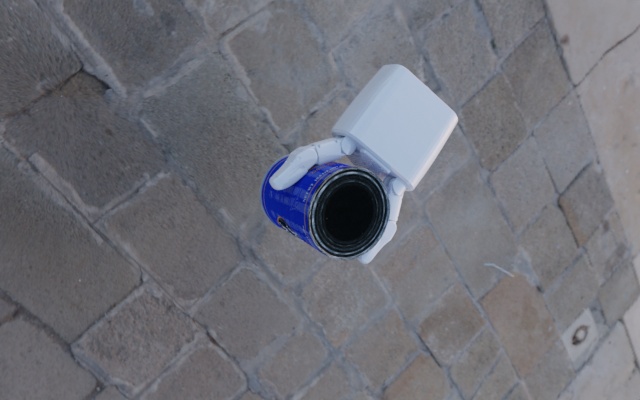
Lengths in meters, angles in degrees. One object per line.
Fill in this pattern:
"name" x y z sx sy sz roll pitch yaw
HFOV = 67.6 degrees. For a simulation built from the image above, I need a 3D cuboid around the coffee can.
"coffee can" 0.000 0.002 0.567 0.103 0.103 0.140 0 11 -28
